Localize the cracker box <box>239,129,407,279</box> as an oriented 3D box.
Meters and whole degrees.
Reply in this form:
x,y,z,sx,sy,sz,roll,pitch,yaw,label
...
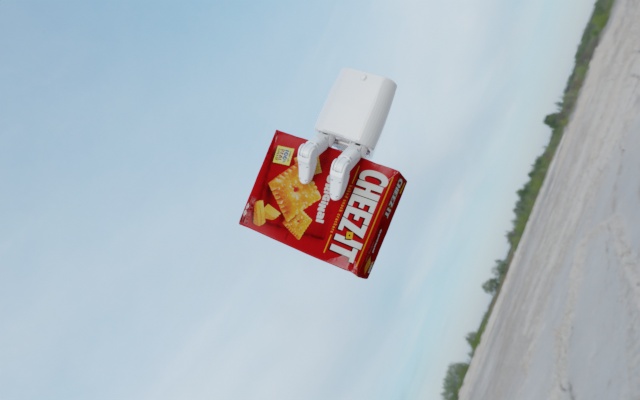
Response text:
x,y,z,sx,sy,sz,roll,pitch,yaw,label
0.000,0.002,0.732,0.213,0.164,0.072,21,-3,22,cracker box
